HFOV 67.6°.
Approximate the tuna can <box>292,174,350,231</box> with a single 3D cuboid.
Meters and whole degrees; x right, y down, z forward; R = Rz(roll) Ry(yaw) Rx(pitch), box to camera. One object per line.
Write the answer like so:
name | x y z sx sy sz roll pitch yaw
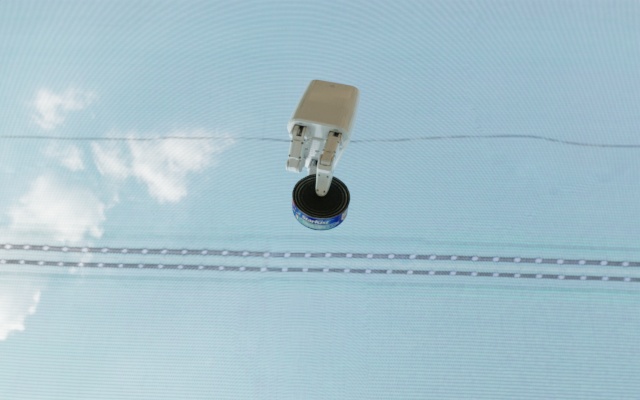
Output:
tuna can | 0.000 0.003 0.710 0.086 0.086 0.034 0 -39 -5
